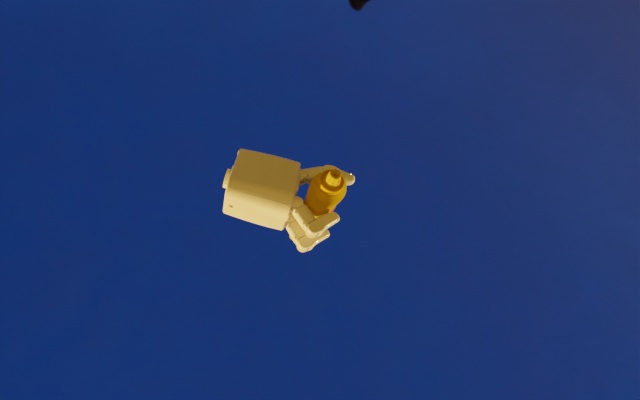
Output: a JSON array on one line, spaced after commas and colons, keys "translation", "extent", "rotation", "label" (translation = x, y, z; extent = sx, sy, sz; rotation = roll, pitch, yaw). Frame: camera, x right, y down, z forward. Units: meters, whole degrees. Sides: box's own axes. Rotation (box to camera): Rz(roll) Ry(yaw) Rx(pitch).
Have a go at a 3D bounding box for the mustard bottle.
[{"translation": [0.000, 0.003, 0.809], "extent": [0.058, 0.096, 0.192], "rotation": [36, -31, 6], "label": "mustard bottle"}]
